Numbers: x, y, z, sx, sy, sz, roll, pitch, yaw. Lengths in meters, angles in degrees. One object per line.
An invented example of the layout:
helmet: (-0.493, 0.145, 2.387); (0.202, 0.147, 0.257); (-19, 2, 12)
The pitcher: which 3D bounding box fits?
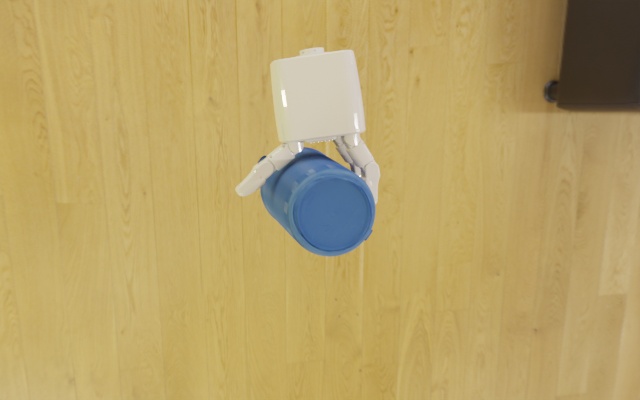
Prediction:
pitcher: (0.000, 0.002, 0.674); (0.149, 0.145, 0.243); (-10, 12, -10)
